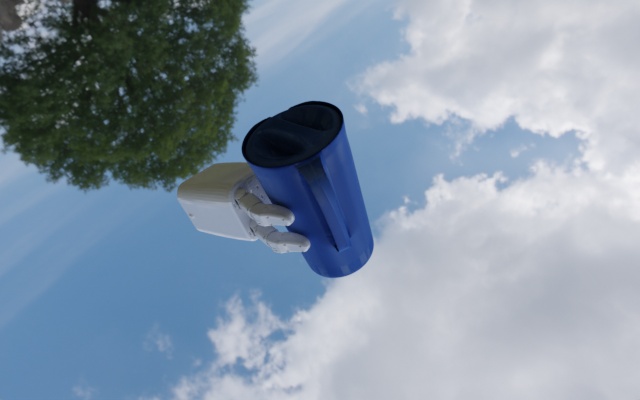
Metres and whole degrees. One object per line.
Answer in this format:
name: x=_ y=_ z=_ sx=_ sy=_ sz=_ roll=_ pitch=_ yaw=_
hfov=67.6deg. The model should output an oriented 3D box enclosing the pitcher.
pitcher: x=0.000 y=0.002 z=0.654 sx=0.145 sy=0.243 sz=0.149 roll=5 pitch=47 yaw=29
